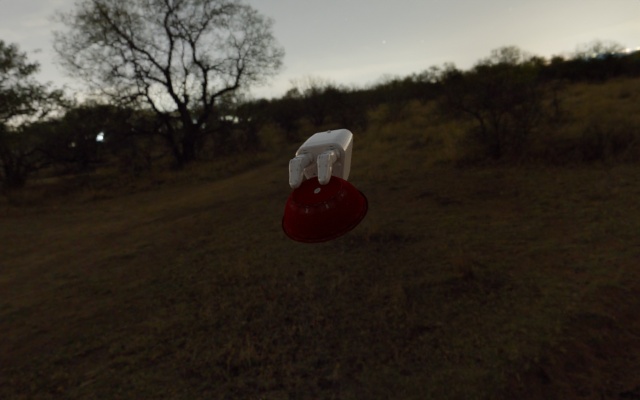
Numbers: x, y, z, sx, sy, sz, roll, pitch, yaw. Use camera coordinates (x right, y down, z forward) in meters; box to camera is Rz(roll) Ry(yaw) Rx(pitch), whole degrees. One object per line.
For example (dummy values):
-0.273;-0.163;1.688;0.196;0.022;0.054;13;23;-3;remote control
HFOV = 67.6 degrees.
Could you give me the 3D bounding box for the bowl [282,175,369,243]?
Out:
0.000;0.003;0.841;0.162;0.055;0.162;-13;34;9;bowl
